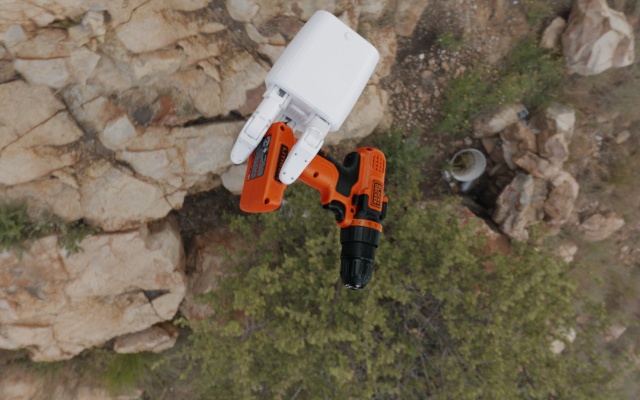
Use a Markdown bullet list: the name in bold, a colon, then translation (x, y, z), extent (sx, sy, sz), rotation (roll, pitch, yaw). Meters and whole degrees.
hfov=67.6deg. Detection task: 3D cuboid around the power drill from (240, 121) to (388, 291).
- **power drill**: translation (0.000, 0.001, 0.567), extent (0.188, 0.184, 0.057), rotation (21, -23, -36)
